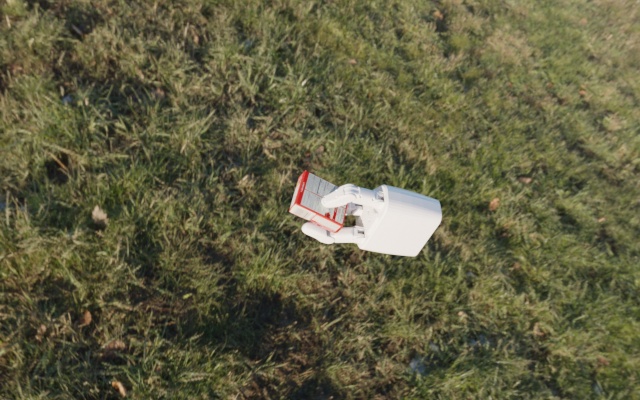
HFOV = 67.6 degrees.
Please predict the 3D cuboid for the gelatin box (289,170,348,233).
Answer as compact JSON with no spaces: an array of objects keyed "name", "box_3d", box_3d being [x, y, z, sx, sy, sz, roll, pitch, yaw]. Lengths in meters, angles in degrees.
[{"name":"gelatin box","box_3d":[0.000,0.002,0.777,0.089,0.073,0.030,26,-39,-15]}]
